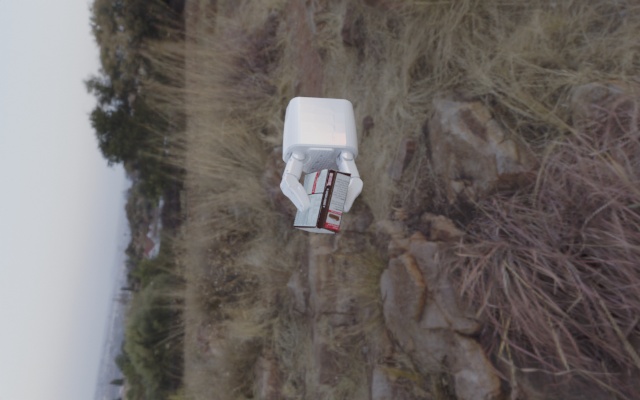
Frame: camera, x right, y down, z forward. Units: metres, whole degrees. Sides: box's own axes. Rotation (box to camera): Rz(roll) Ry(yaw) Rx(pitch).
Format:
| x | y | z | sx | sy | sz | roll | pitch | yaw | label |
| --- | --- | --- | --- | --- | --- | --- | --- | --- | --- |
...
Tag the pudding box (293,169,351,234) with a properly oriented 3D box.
| x | y | z | sx | sy | sz | roll | pitch | yaw | label |
| --- | --- | --- | --- | --- | --- | --- | --- | --- | --- |
| 0.000 | 0.002 | 0.717 | 0.039 | 0.090 | 0.113 | 14 | -7 | -18 | pudding box |
